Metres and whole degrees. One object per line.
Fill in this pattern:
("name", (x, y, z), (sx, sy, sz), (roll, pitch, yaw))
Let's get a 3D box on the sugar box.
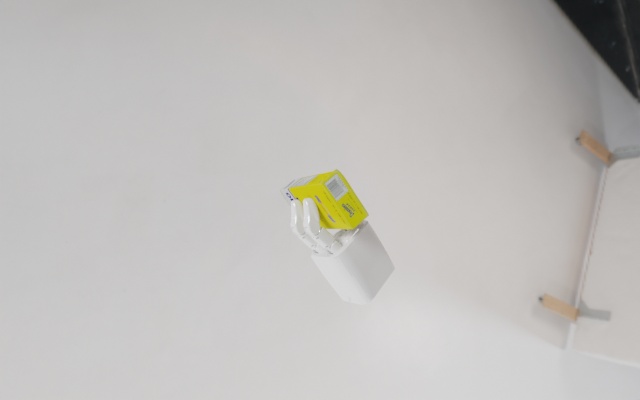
("sugar box", (0.000, 0.003, 0.816), (0.048, 0.093, 0.176), (-40, 14, -25))
